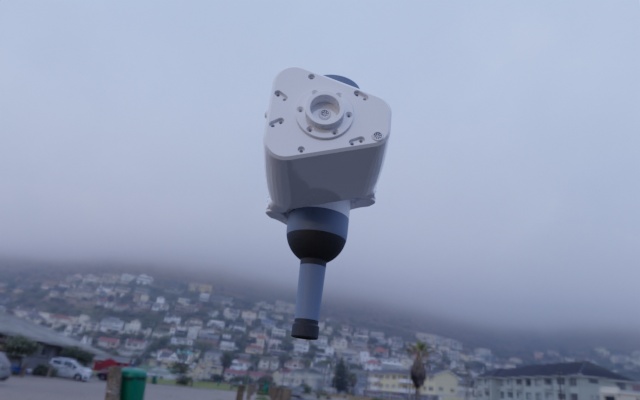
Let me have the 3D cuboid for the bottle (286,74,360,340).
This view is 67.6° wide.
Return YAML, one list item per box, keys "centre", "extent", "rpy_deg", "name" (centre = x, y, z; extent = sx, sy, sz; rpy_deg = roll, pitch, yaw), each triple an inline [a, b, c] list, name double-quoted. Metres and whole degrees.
- centre: [0.000, 0.002, 0.531]
  extent: [0.069, 0.295, 0.069]
  rpy_deg: [6, -21, 2]
  name: "bottle"
